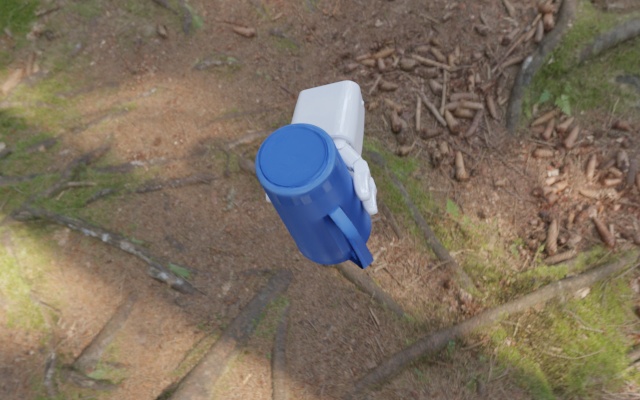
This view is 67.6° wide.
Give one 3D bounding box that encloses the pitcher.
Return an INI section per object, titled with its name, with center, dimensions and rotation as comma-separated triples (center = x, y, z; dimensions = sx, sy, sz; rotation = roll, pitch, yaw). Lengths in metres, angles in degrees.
[pitcher]
center = 0.000, 0.002, 0.698
dimensions = 0.149, 0.145, 0.243
rotation = 2, -25, 16
